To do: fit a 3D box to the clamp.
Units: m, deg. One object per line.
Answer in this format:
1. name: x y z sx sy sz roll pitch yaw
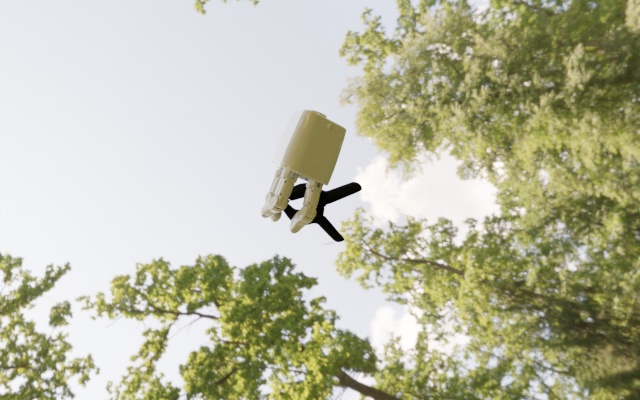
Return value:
1. clamp: 0.000 0.003 0.872 0.171 0.120 0.039 21 1 -36
